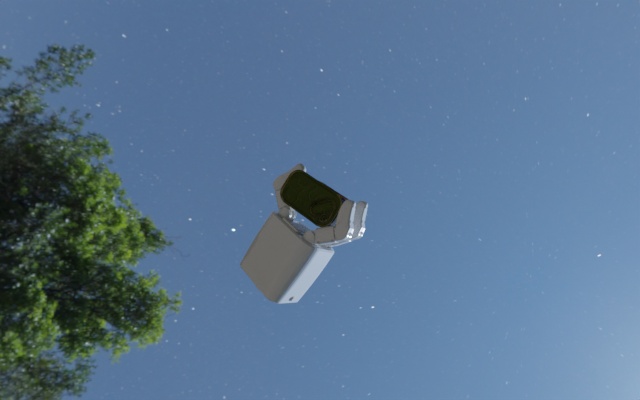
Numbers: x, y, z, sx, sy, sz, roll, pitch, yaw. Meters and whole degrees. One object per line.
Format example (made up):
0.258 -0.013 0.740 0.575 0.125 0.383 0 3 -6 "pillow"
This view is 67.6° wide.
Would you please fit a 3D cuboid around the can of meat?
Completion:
0.000 0.002 0.753 0.102 0.057 0.084 34 5 25 "can of meat"
